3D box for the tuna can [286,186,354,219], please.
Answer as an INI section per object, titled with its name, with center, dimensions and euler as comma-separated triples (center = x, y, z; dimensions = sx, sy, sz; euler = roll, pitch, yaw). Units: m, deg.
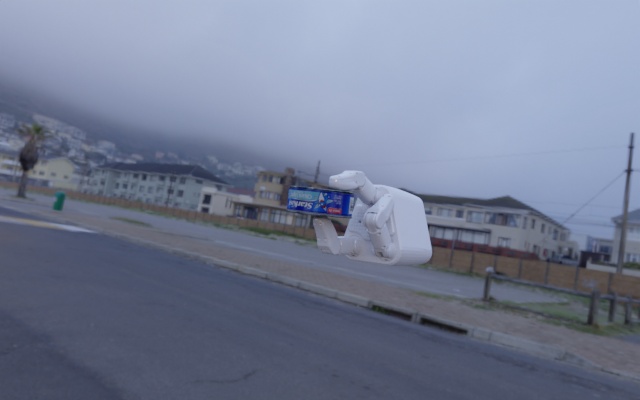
[tuna can]
center = 0.000, 0.001, 0.616
dimensions = 0.086, 0.034, 0.086
euler = 6, 0, 0
